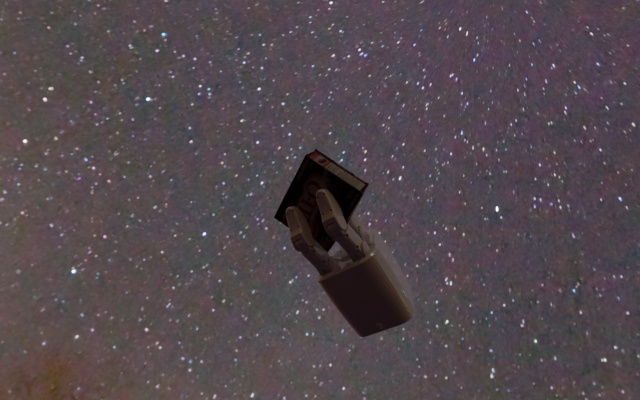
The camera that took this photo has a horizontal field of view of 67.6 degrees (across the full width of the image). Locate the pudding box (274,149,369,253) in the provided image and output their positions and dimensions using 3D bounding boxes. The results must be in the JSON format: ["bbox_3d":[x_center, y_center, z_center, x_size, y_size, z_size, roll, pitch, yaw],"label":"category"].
[{"bbox_3d":[0.000,0.002,0.640,0.090,0.113,0.039,33,29,7],"label":"pudding box"}]
